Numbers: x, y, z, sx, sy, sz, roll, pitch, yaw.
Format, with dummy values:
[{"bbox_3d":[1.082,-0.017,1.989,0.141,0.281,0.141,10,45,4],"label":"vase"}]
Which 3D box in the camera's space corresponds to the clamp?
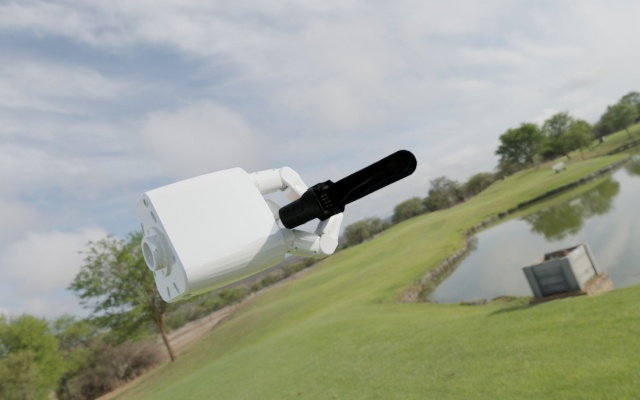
[{"bbox_3d":[0.000,0.001,0.459,0.120,0.039,0.171,-16,-8,-37],"label":"clamp"}]
